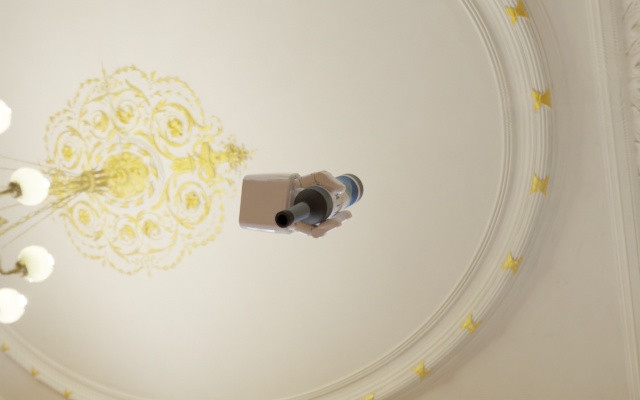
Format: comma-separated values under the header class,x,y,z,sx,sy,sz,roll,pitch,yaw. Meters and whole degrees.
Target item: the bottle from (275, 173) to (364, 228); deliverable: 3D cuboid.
class,x,y,z,sx,sy,sz,roll,pitch,yaw
bottle,0.000,0.003,0.881,0.069,0.069,0.295,0,11,25
